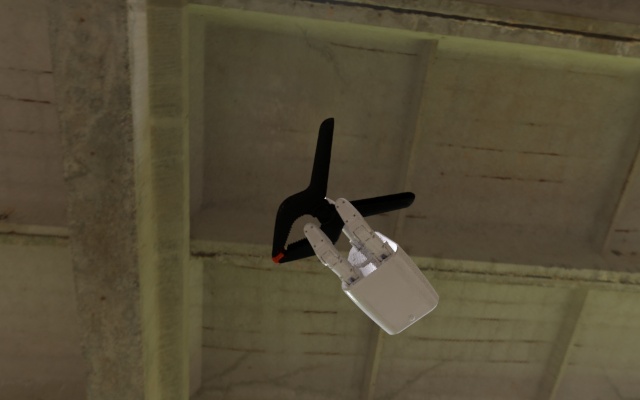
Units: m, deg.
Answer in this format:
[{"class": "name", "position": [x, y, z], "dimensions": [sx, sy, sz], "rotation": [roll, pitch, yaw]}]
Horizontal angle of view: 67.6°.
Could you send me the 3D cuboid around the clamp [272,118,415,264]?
[{"class": "clamp", "position": [0.000, 0.002, 0.653], "dimensions": [0.210, 0.164, 0.036], "rotation": [-38, 15, 13]}]
